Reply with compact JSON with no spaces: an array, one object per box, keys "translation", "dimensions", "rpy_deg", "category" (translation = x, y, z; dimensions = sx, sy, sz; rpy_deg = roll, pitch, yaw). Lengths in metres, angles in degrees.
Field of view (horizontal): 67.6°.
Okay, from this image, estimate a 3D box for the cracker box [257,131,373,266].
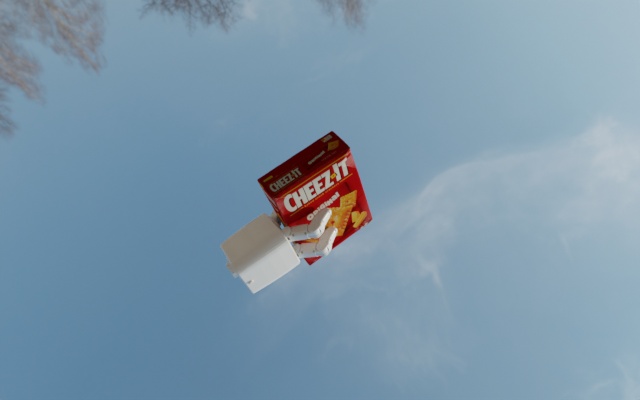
[{"translation":[0.000,0.003,0.897],"dimensions":[0.164,0.214,0.072],"rpy_deg":[-35,49,-10],"category":"cracker box"}]
